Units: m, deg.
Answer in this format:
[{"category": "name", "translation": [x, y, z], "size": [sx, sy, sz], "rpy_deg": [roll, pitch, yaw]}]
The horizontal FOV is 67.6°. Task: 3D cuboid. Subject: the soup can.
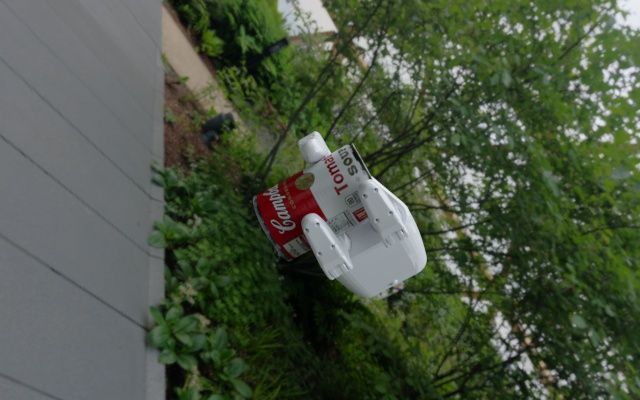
[{"category": "soup can", "translation": [0.000, 0.001, 0.432], "size": [0.102, 0.068, 0.068], "rpy_deg": [-29, -4, 7]}]
